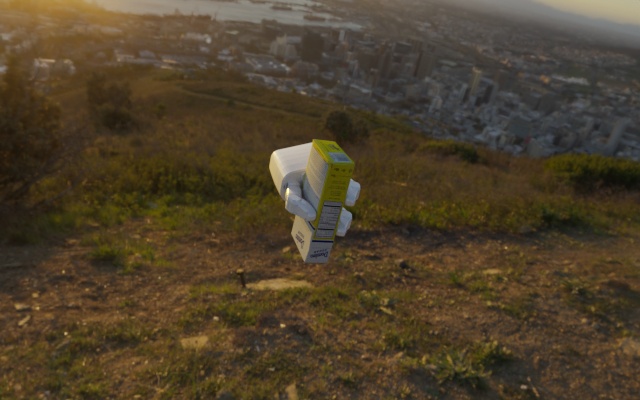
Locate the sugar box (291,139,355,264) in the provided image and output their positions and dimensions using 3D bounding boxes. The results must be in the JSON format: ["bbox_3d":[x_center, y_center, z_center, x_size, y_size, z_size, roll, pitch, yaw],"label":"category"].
[{"bbox_3d":[0.001,0.002,0.758,0.048,0.176,0.093,2,28,-20],"label":"sugar box"}]
